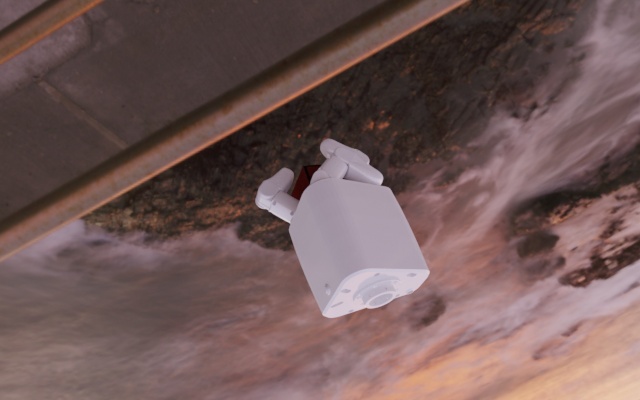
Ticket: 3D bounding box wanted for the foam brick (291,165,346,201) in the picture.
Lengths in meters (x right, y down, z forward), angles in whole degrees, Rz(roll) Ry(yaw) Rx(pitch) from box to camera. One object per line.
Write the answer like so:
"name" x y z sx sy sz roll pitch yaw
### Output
"foam brick" 0.000 0.002 0.556 0.053 0.051 0.078 -5 -36 -24
